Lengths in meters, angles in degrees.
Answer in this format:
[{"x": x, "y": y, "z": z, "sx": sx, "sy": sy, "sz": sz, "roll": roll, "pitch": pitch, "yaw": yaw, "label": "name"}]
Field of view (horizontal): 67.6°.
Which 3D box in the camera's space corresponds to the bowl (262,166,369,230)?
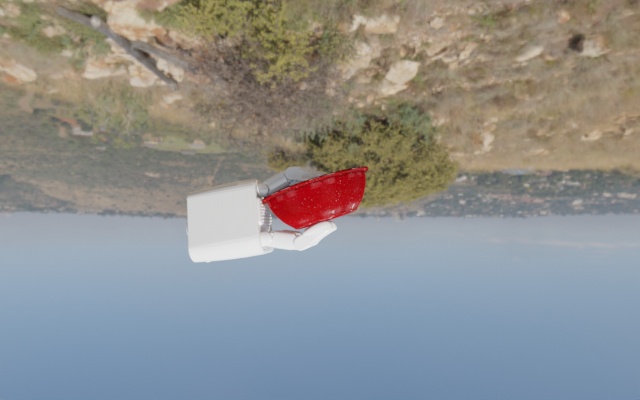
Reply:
[{"x": 0.001, "y": 0.002, "z": 0.684, "sx": 0.162, "sy": 0.055, "sz": 0.162, "roll": -18, "pitch": -4, "yaw": -1, "label": "bowl"}]
